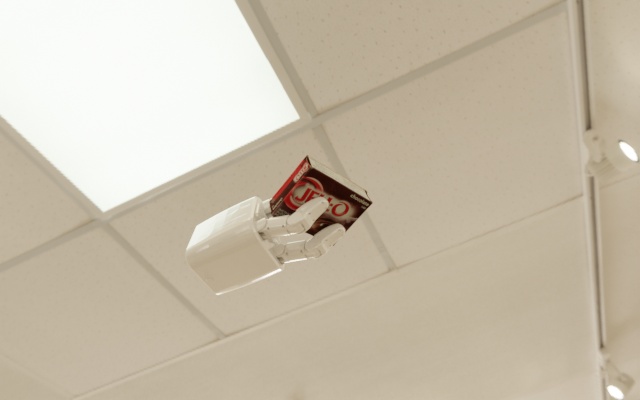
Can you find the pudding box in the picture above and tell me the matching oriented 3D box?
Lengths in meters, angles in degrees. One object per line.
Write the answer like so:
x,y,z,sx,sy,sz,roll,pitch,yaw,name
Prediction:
0.000,0.002,0.657,0.113,0.090,0.039,27,26,-31,pudding box
